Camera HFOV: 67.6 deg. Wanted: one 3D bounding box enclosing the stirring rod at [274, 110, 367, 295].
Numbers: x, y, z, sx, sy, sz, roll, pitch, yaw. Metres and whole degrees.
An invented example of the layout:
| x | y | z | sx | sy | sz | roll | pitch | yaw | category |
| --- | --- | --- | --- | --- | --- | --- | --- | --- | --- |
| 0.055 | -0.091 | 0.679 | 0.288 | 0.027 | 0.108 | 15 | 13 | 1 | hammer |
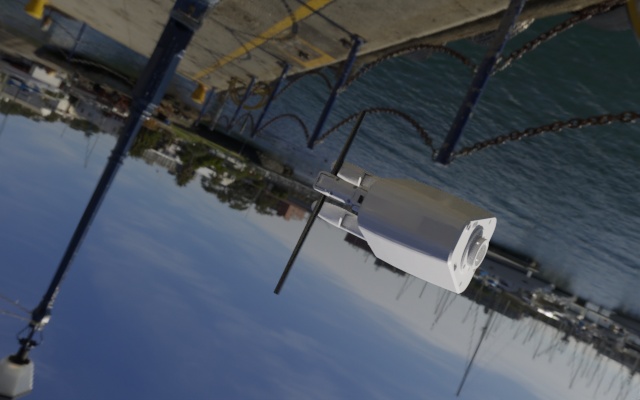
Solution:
| x | y | z | sx | sy | sz | roll | pitch | yaw | category |
| --- | --- | --- | --- | --- | --- | --- | --- | --- | --- |
| 0.000 | 0.002 | 0.567 | 0.011 | 0.239 | 0.011 | 26 | -1 | 1 | stirring rod |
